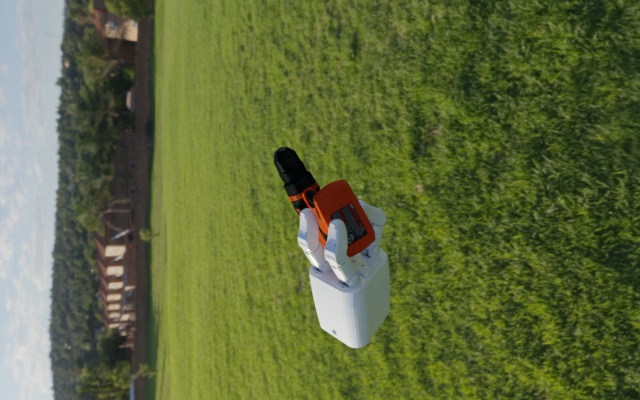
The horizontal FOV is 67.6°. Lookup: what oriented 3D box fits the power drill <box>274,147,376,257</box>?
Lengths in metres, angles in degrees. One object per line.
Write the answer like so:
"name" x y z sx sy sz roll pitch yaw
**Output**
"power drill" 0.000 0.003 0.709 0.057 0.184 0.187 -33 14 -10
